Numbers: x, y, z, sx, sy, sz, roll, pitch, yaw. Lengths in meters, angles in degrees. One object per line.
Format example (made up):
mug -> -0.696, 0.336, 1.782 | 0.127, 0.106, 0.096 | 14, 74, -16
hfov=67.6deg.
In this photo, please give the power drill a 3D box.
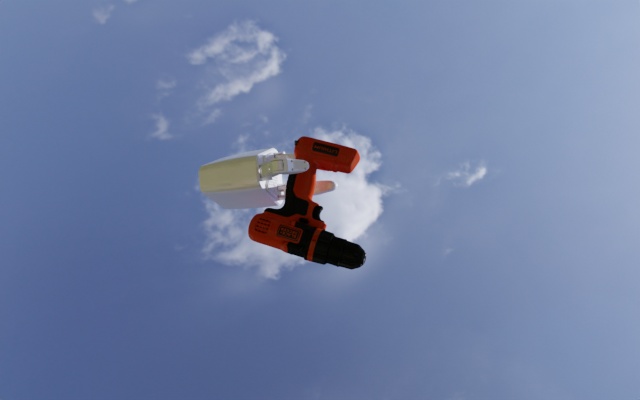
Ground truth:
power drill -> 0.000, 0.002, 0.740 | 0.184, 0.187, 0.057 | 16, -20, 8
